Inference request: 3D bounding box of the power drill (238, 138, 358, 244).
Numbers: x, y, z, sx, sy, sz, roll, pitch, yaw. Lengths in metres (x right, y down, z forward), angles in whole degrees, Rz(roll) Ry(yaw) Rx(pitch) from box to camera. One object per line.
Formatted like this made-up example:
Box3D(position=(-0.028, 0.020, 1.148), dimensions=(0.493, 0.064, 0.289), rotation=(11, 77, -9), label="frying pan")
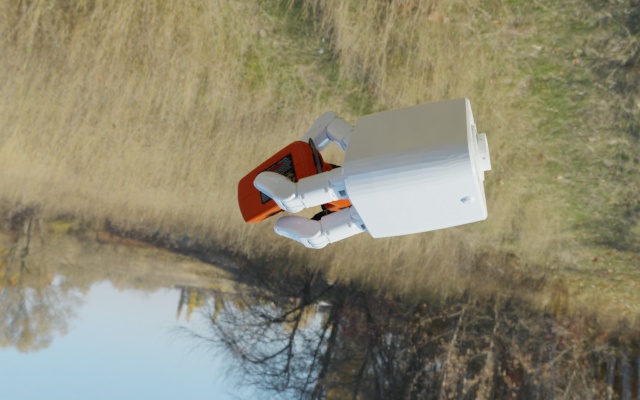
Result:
Box3D(position=(0.000, 0.002, 0.548), dimensions=(0.184, 0.057, 0.188), rotation=(-32, -27, 33), label="power drill")
